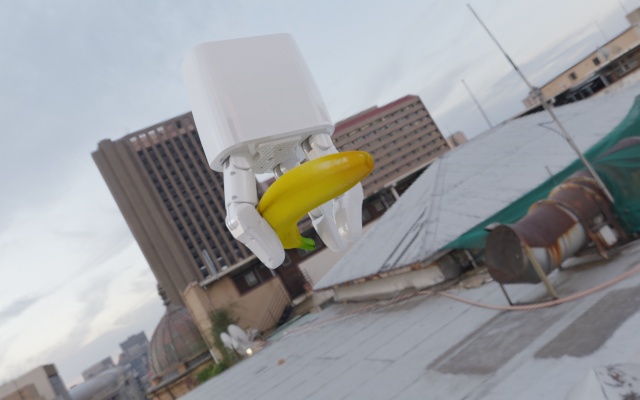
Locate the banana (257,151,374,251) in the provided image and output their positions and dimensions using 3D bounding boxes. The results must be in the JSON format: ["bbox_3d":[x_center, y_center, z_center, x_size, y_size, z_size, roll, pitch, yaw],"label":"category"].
[{"bbox_3d":[-0.018,0.005,0.407,0.069,0.037,0.198,-6,-19,-17],"label":"banana"}]
